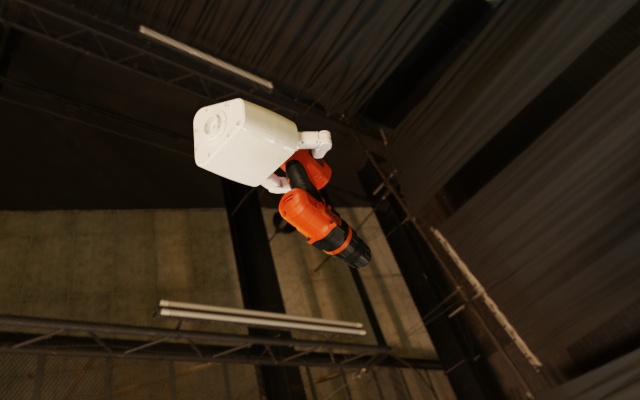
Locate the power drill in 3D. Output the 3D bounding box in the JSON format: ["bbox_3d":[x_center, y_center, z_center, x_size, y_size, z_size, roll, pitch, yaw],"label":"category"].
[{"bbox_3d":[0.000,0.002,0.727,0.057,0.187,0.184,-37,-51,14],"label":"power drill"}]
